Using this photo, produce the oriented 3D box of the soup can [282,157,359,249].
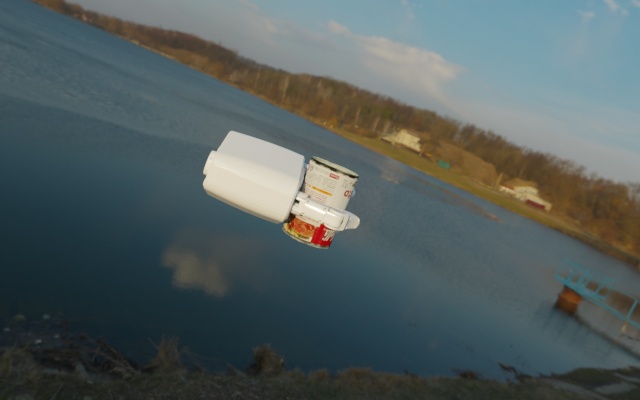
[{"bbox_3d":[0.001,0.002,0.620,0.068,0.102,0.068,22,9,-4],"label":"soup can"}]
